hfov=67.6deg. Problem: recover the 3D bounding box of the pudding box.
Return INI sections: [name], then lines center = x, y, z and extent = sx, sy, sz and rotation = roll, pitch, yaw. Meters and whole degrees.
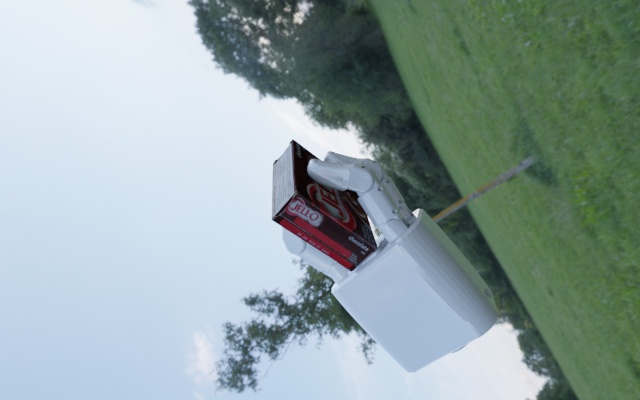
[pudding box]
center = 0.000, 0.002, 0.439
extent = 0.090, 0.039, 0.113
rotation = 36, 19, -23
